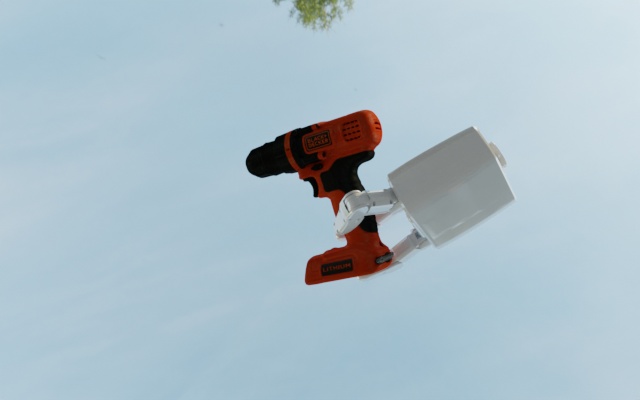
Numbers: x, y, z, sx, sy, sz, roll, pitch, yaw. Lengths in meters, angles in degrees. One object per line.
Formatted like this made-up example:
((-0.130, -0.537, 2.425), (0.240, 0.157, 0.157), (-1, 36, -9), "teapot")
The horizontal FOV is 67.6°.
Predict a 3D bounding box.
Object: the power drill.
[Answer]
((0.000, 0.002, 0.569), (0.184, 0.187, 0.057), (-14, -2, 30), "power drill")
